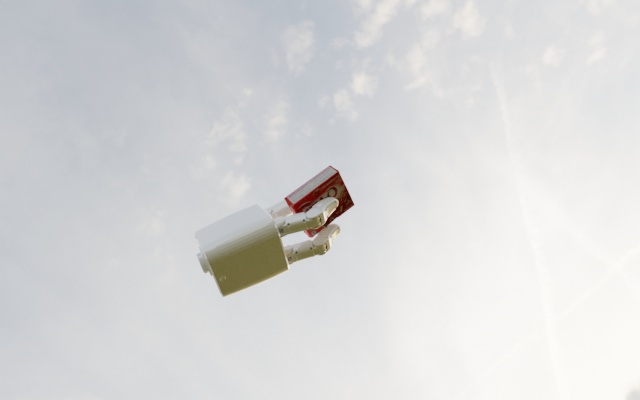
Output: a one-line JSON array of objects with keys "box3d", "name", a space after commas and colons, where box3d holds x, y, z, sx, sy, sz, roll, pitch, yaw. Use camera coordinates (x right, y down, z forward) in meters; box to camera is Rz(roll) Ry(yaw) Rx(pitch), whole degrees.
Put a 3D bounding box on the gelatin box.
[{"box3d": [0.000, 0.002, 0.720, 0.089, 0.073, 0.030, -37, 39, -10], "name": "gelatin box"}]
